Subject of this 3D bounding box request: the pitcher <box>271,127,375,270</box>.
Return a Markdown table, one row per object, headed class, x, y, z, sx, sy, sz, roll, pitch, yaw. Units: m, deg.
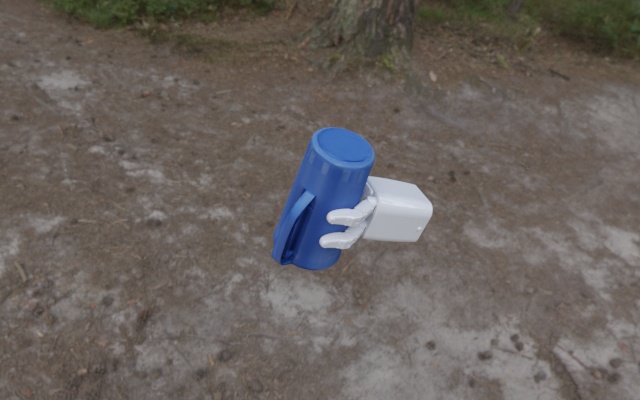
| class | x | y | z | sx | sy | sz | roll | pitch | yaw |
| --- | --- | --- | --- | --- | --- | --- | --- | --- | --- |
| pitcher | 0.000 | 0.003 | 0.828 | 0.145 | 0.243 | 0.149 | 8 | 41 | -15 |
